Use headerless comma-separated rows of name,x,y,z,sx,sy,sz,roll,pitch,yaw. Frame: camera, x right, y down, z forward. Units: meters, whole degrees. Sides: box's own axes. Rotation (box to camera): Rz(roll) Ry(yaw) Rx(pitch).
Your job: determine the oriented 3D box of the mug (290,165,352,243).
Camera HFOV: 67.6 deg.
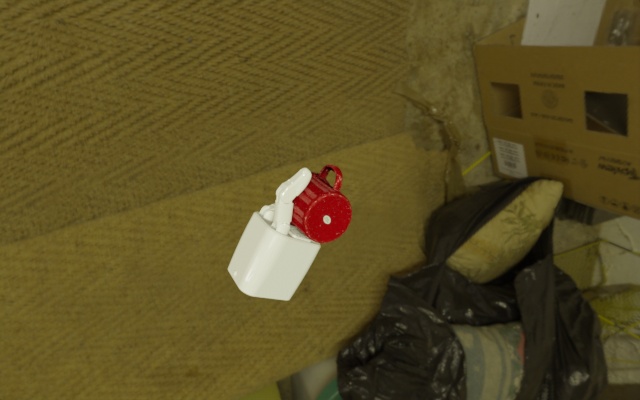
mug,0.001,0.001,0.719,0.093,0.117,0.081,22,9,-34
